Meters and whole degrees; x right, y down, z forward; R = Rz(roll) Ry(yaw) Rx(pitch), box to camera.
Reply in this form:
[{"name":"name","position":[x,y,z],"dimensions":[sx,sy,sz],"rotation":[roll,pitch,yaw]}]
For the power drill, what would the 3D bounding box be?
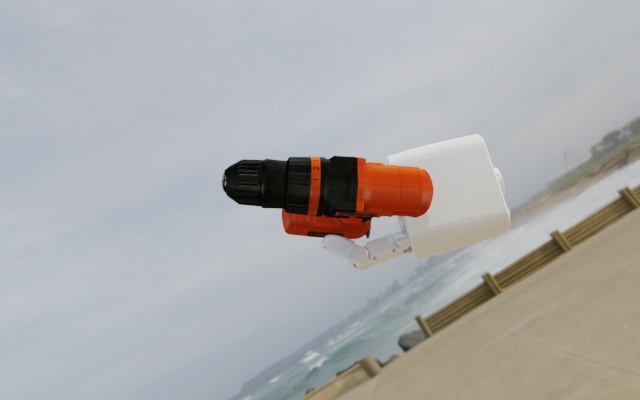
[{"name":"power drill","position":[0.000,0.002,0.486],"dimensions":[0.184,0.057,0.188],"rotation":[5,-9,-5]}]
